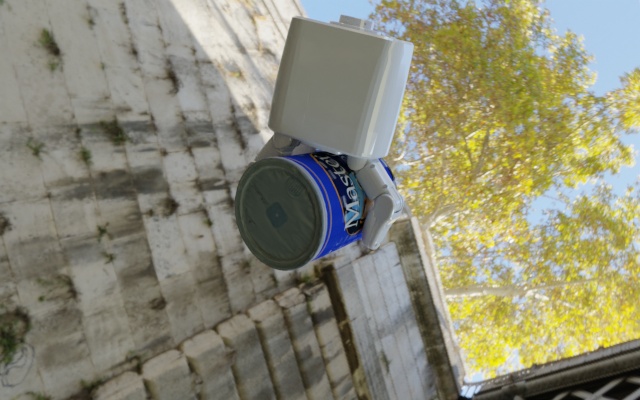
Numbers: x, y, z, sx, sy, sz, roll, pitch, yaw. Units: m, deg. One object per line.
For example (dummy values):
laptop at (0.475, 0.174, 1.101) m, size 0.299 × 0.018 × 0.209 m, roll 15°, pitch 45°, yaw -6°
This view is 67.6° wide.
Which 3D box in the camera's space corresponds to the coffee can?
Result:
coffee can at (0.000, 0.002, 0.478) m, size 0.103 × 0.103 × 0.140 m, roll 0°, pitch 10°, yaw 35°
